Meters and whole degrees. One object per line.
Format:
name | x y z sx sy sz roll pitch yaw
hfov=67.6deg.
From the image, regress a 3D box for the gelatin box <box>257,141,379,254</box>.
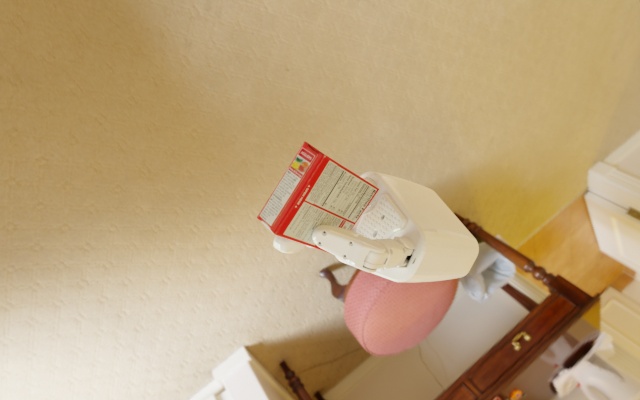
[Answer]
gelatin box | 0.000 0.001 0.402 0.030 0.073 0.089 38 8 38
